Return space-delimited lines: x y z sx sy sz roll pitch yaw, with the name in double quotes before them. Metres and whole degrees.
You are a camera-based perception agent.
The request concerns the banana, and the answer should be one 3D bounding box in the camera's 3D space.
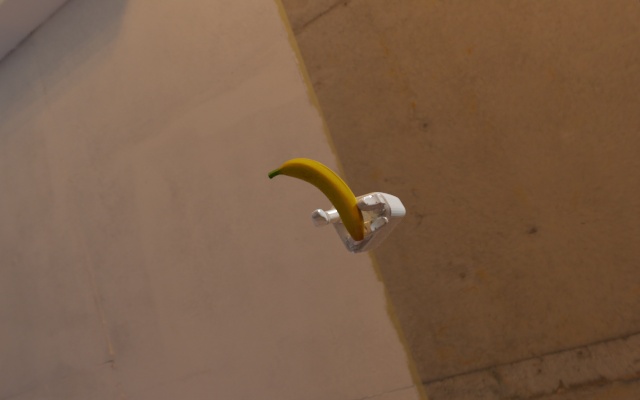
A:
"banana" 0.007 -0.015 0.776 0.197 0.069 0.037 36 13 21
